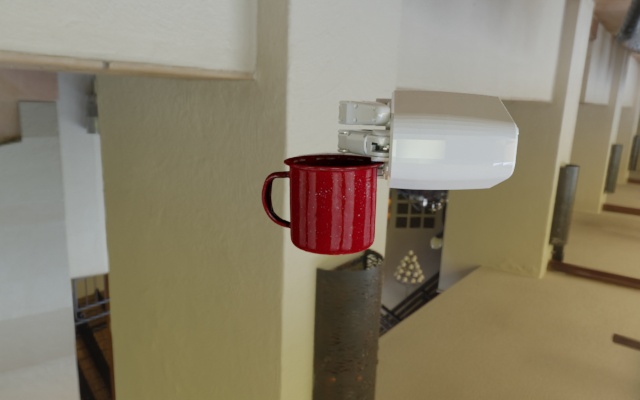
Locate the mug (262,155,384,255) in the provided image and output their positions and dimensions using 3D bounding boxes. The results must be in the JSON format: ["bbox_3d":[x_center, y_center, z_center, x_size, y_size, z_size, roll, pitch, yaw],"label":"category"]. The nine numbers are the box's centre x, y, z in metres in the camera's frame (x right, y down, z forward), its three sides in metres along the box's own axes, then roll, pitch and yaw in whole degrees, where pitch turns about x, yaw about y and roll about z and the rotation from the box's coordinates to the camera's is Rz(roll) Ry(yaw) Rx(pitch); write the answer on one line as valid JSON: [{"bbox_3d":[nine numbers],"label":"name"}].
[{"bbox_3d":[-0.001,0.002,0.455,0.117,0.081,0.093,3,12,10],"label":"mug"}]
